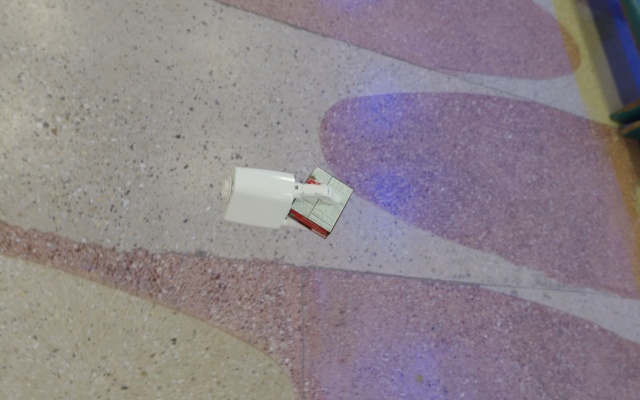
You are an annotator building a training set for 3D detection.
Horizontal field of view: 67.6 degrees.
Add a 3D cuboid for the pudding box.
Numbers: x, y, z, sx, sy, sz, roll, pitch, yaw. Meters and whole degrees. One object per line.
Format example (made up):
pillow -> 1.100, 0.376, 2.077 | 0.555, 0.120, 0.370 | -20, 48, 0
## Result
pudding box -> 0.000, 0.003, 0.897 | 0.090, 0.113, 0.039 | 33, -29, -4
